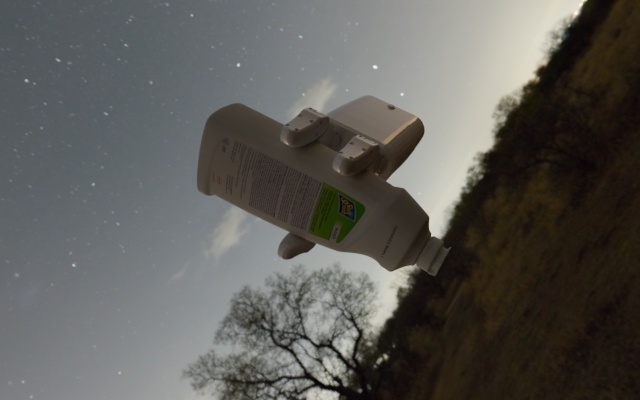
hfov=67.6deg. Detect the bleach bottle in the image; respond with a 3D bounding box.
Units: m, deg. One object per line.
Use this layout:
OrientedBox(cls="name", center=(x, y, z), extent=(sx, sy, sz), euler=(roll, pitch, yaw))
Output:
OrientedBox(cls="bleach bottle", center=(0.000, 0.001, 0.455), extent=(0.251, 0.103, 0.068), euler=(29, 37, 16))
